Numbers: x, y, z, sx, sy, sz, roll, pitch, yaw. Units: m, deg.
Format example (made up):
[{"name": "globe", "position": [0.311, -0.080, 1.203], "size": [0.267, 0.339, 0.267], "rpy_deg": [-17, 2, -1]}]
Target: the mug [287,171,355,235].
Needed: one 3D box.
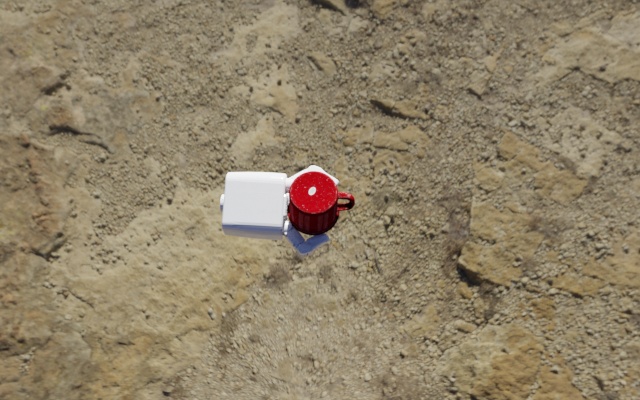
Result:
[{"name": "mug", "position": [0.002, 0.003, 0.809], "size": [0.117, 0.093, 0.081], "rpy_deg": [2, -24, 0]}]
